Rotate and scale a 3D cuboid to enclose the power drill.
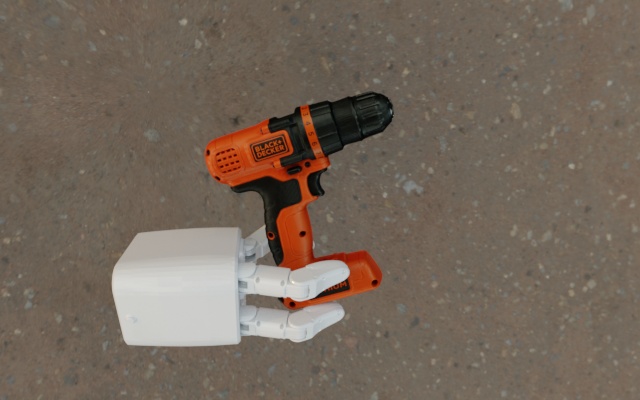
[{"bbox_3d":[0.000,0.002,0.468,0.184,0.188,0.057,-16,11,8],"label":"power drill"}]
